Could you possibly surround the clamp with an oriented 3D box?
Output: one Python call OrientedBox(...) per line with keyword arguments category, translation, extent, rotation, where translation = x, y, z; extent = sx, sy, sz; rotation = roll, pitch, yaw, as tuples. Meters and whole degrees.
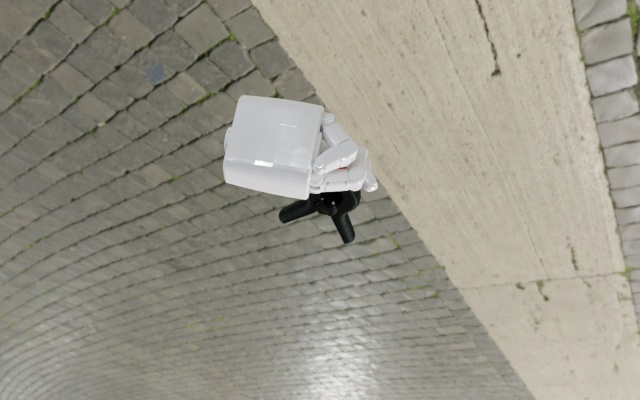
OrientedBox(category="clamp", translation=(0.000, 0.003, 0.675), extent=(0.120, 0.039, 0.172), rotation=(9, -37, 0))
